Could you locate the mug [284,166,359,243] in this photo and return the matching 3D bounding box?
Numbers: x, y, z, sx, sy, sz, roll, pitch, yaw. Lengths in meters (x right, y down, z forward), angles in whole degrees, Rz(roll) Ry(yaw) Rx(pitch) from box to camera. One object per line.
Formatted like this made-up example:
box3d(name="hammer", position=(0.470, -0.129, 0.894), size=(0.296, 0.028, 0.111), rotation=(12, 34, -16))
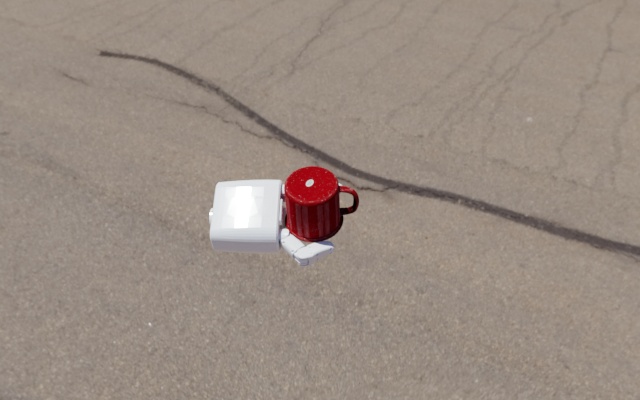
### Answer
box3d(name="mug", position=(0.002, 0.002, 0.724), size=(0.117, 0.093, 0.082), rotation=(-1, -44, 2))
